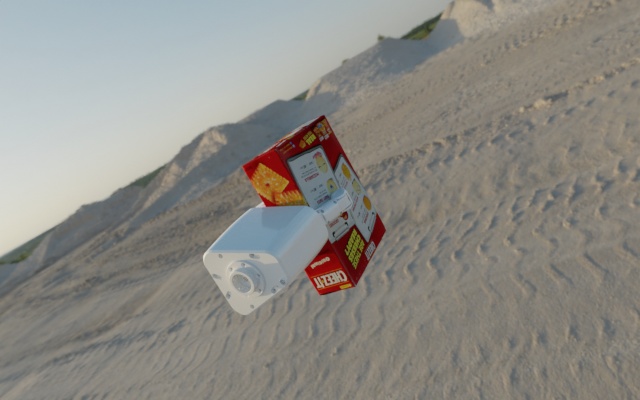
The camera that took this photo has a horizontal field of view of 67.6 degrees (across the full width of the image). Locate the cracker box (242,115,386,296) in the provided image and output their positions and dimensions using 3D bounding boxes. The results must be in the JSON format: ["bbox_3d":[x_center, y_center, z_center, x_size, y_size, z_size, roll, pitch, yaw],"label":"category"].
[{"bbox_3d":[0.000,0.002,0.695,0.072,0.214,0.164,-21,15,31],"label":"cracker box"}]
